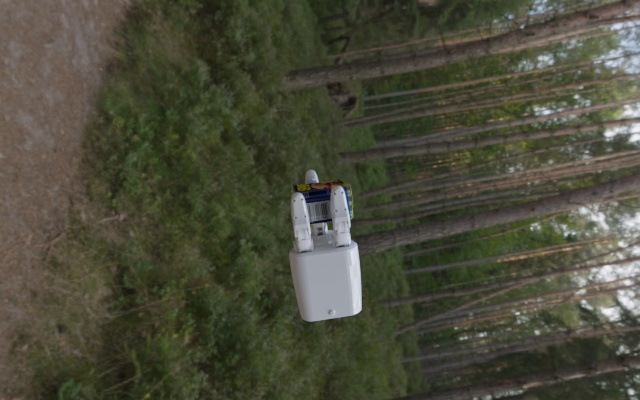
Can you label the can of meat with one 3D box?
[{"bbox_3d":[0.000,0.002,0.701,0.084,0.057,0.102,-8,9,-3],"label":"can of meat"}]
